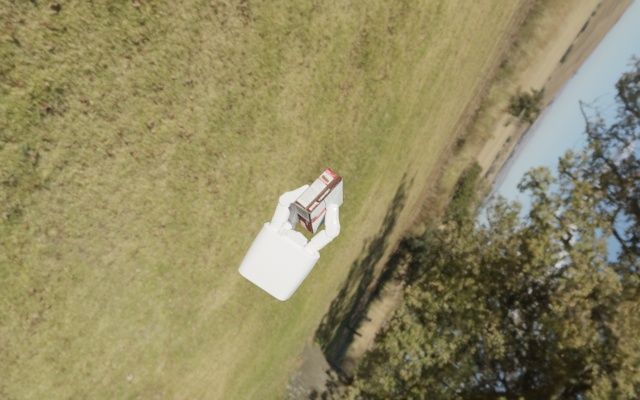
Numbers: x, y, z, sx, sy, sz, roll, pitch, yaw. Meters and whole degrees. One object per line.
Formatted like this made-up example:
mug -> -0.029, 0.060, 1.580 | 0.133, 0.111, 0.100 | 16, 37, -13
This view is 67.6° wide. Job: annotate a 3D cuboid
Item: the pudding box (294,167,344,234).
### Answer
pudding box -> 0.000, 0.003, 0.862 | 0.039, 0.090, 0.113 | 39, -15, 15
